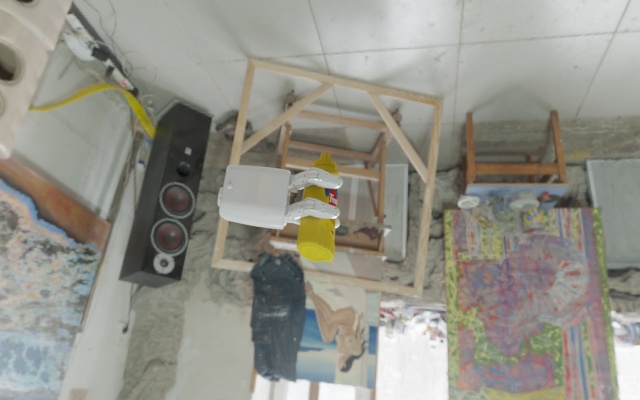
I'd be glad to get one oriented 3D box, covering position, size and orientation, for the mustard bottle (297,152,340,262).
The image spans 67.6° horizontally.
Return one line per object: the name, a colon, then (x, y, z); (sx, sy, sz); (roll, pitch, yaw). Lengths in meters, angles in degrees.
mustard bottle: (0.000, 0.003, 0.823); (0.058, 0.191, 0.096); (-3, -26, 18)
